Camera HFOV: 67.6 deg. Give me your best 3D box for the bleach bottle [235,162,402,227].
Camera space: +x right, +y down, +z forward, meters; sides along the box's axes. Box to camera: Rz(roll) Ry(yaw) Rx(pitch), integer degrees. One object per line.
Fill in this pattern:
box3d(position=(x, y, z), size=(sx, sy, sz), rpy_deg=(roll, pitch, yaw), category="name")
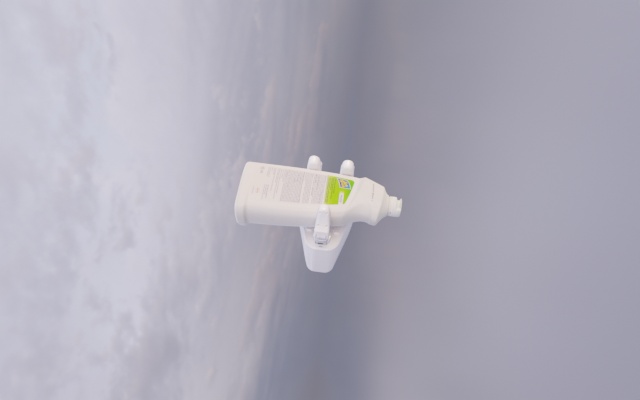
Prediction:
box3d(position=(0.000, 0.002, 0.750), size=(0.251, 0.102, 0.068), rpy_deg=(7, -31, 2), category="bleach bottle")
